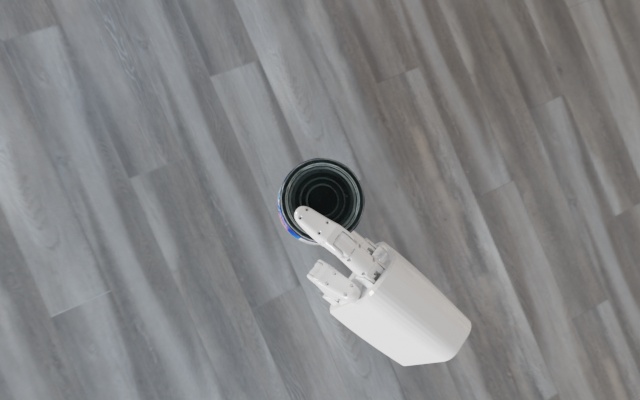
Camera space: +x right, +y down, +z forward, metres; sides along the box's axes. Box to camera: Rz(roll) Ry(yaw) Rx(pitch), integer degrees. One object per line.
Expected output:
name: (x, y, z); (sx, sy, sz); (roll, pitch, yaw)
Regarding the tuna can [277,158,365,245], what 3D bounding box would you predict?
tuna can: (0.000, 0.001, 0.476); (0.086, 0.086, 0.034); (0, -7, -8)
